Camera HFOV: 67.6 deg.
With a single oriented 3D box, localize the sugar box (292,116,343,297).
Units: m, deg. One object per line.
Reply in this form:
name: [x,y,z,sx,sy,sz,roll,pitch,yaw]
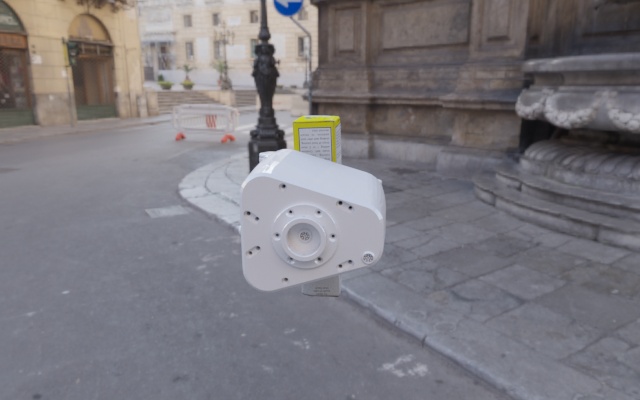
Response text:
sugar box: [0.000,0.002,0.501,0.048,0.176,0.093,1,13,5]
